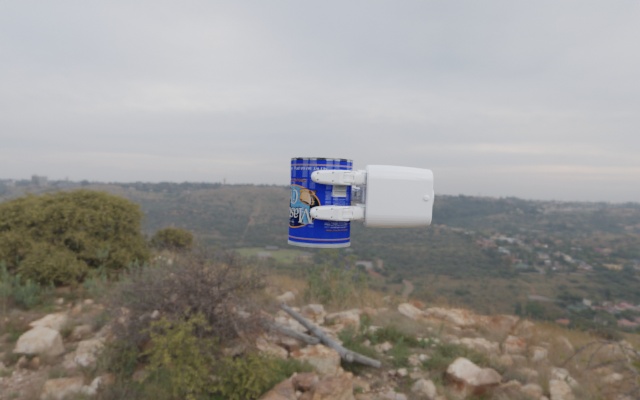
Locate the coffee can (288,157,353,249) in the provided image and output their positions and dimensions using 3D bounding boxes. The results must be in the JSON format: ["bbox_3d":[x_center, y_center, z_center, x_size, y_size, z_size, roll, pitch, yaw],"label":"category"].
[{"bbox_3d":[0.000,0.003,0.782,0.103,0.140,0.103,2,2,0],"label":"coffee can"}]
